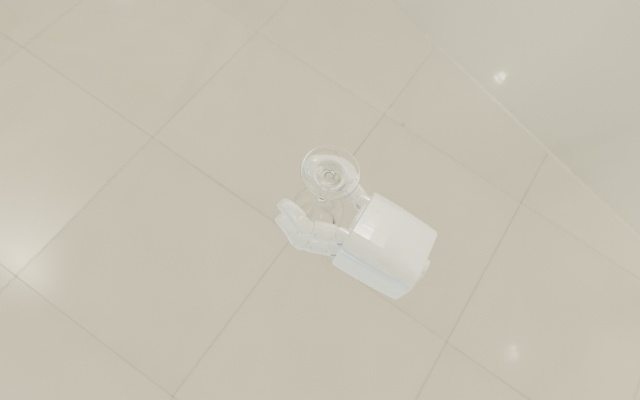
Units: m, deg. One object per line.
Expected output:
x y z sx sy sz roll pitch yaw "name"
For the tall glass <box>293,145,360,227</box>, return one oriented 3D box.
0.000 0.002 0.672 0.079 0.079 0.201 0 -22 -8 "tall glass"
